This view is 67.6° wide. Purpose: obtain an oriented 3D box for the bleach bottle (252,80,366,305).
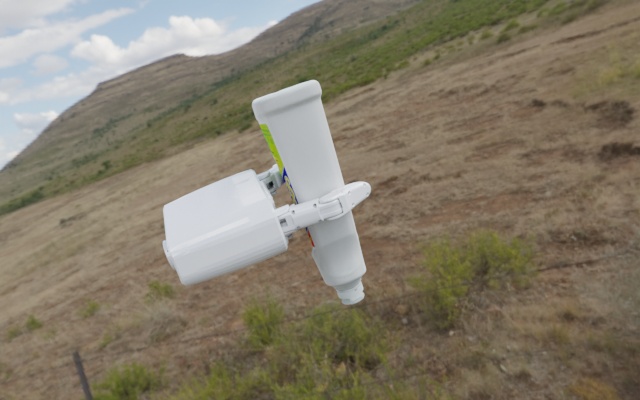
[{"bbox_3d":[0.000,0.002,0.521,0.068,0.251,0.102,-21,14,-8],"label":"bleach bottle"}]
